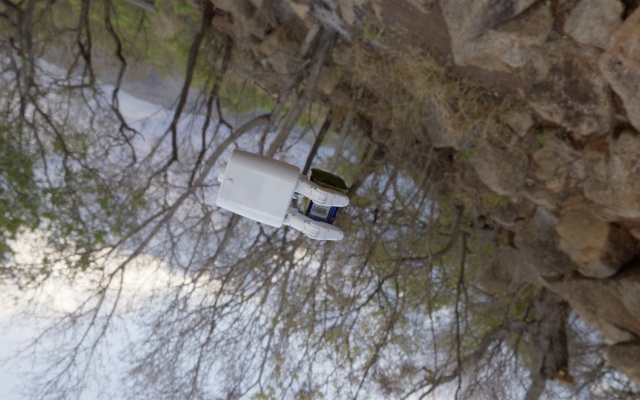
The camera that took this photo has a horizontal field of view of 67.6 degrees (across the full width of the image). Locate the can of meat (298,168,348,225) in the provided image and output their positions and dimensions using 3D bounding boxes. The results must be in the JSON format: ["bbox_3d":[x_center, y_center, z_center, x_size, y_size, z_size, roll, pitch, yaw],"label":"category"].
[{"bbox_3d":[0.000,0.003,0.774,0.057,0.084,0.102,18,13,-10],"label":"can of meat"}]
